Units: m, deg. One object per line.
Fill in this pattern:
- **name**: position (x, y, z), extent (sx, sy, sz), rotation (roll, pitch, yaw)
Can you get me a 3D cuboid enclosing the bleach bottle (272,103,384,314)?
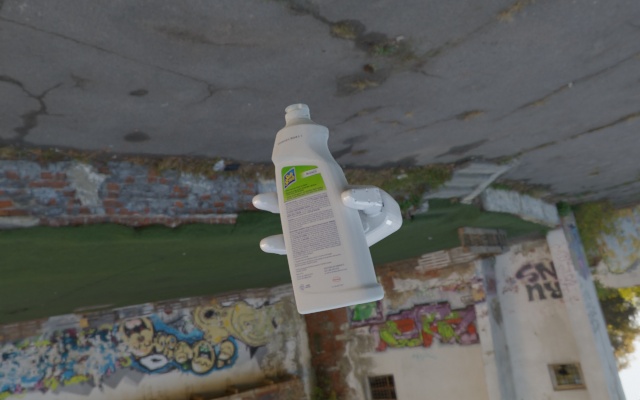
- **bleach bottle**: position (0.000, 0.002, 0.574), extent (0.102, 0.250, 0.068), rotation (-15, -13, 19)
